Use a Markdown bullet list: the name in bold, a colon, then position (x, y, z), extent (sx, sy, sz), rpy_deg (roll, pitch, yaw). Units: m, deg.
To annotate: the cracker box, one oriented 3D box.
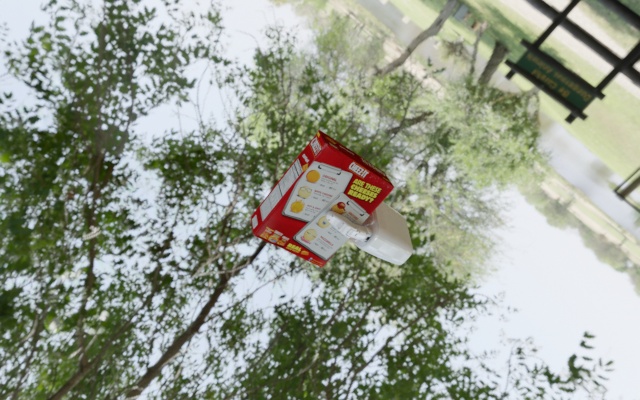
- **cracker box**: position (0.000, 0.003, 0.869), extent (0.164, 0.214, 0.072), rpy_deg (29, 21, -30)
